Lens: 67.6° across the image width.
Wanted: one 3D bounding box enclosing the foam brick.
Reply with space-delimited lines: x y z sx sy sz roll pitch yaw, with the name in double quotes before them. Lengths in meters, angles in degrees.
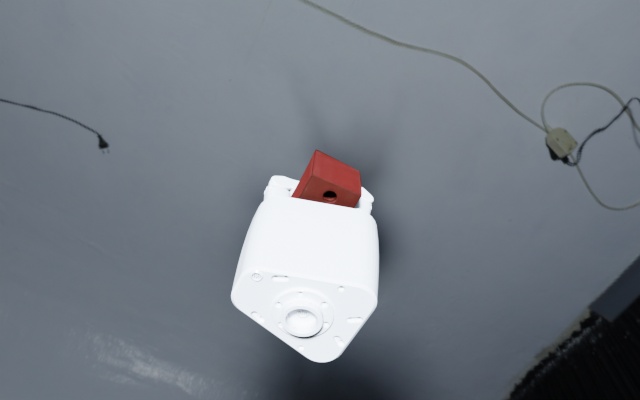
"foam brick" 0.000 0.001 0.471 0.053 0.078 0.051 24 28 -11
